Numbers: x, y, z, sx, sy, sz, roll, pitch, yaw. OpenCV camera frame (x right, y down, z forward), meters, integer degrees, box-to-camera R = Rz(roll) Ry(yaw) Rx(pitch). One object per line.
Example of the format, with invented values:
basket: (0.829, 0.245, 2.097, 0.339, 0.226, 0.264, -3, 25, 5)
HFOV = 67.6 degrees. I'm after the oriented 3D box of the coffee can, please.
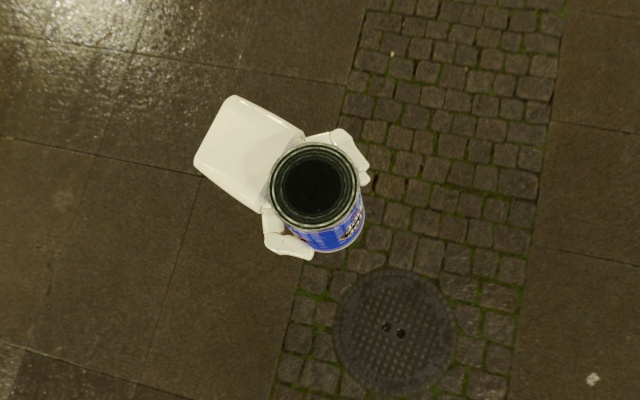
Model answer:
coffee can: (0.000, 0.002, 0.581, 0.103, 0.102, 0.140, 0, -15, 7)
